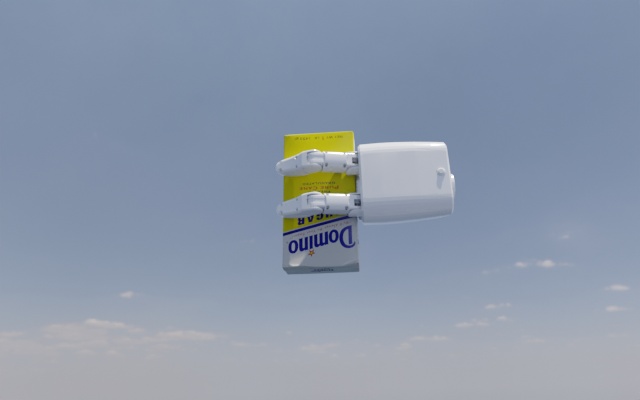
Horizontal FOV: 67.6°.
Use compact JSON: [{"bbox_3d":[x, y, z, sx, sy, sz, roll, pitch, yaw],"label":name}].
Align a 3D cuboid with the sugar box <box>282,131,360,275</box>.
[{"bbox_3d":[0.000,0.002,0.602,0.093,0.176,0.048,-4,-22,6],"label":"sugar box"}]
